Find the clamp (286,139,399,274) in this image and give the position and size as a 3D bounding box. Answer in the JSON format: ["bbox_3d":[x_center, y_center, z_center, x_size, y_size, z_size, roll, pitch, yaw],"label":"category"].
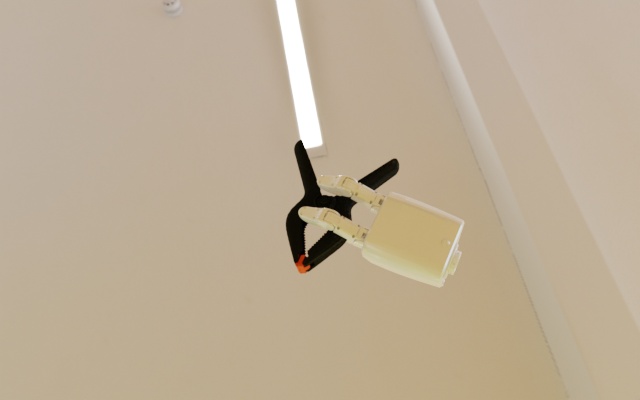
[{"bbox_3d":[0.000,0.003,0.686,0.164,0.210,0.036,20,-25,21],"label":"clamp"}]
